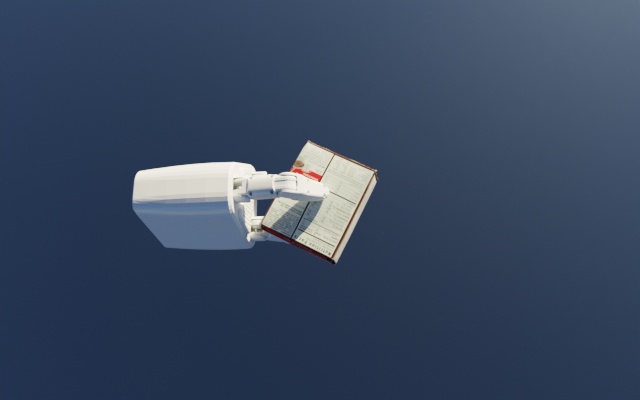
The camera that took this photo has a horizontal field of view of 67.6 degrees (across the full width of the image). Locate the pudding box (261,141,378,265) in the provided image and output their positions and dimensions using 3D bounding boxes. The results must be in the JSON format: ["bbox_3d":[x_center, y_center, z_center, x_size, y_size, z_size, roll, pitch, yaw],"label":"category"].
[{"bbox_3d":[0.000,0.002,0.528,0.090,0.113,0.039,26,-9,12],"label":"pudding box"}]
